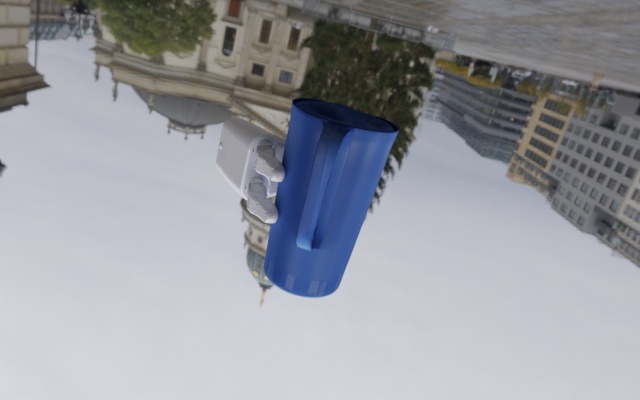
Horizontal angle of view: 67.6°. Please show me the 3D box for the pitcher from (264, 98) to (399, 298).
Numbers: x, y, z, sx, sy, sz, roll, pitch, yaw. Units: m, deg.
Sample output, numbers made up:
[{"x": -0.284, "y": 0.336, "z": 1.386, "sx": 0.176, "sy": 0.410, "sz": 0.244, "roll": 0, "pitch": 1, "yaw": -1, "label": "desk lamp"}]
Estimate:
[{"x": 0.000, "y": 0.002, "z": 0.606, "sx": 0.149, "sy": 0.243, "sz": 0.145, "roll": -2, "pitch": 26, "yaw": -38, "label": "pitcher"}]
